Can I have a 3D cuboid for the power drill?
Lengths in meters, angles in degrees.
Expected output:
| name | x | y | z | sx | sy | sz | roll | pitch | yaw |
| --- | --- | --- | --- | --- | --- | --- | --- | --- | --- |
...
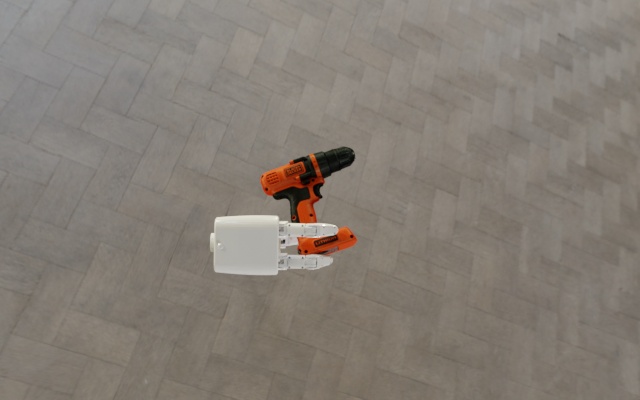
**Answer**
| name | x | y | z | sx | sy | sz | roll | pitch | yaw |
| --- | --- | --- | --- | --- | --- | --- | --- | --- | --- |
| power drill | 0.000 | 0.003 | 0.872 | 0.184 | 0.187 | 0.057 | -20 | -20 | 0 |
